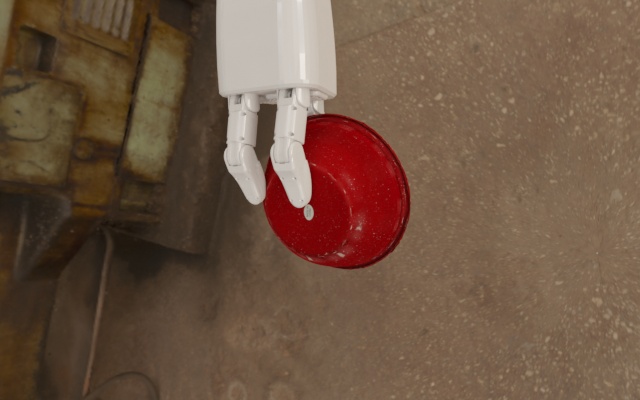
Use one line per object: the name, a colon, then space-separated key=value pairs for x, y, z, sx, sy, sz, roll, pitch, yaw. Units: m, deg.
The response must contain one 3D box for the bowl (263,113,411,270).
bowl: x=0.000 y=0.003 z=0.455 sx=0.162 sy=0.162 sz=0.055 roll=0 pitch=17 yaw=31
